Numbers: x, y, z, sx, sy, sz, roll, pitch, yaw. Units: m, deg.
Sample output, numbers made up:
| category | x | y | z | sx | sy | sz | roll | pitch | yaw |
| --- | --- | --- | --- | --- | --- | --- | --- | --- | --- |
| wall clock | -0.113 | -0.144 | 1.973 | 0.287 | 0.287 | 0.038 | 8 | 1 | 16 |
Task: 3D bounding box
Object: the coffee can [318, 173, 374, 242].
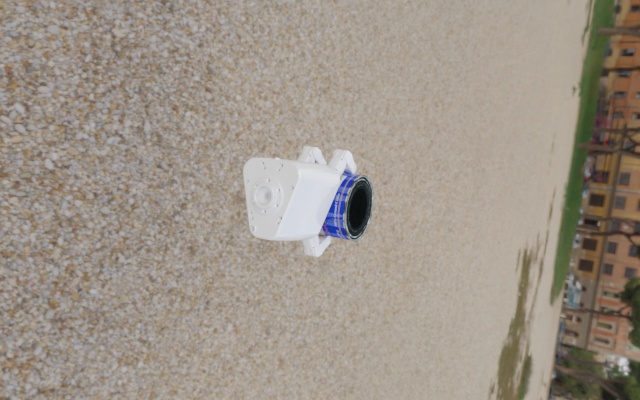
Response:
| category | x | y | z | sx | sy | sz | roll | pitch | yaw |
| --- | --- | --- | --- | --- | --- | --- | --- | --- | --- |
| coffee can | 0.000 | 0.003 | 0.757 | 0.140 | 0.103 | 0.103 | 9 | 4 | 28 |
